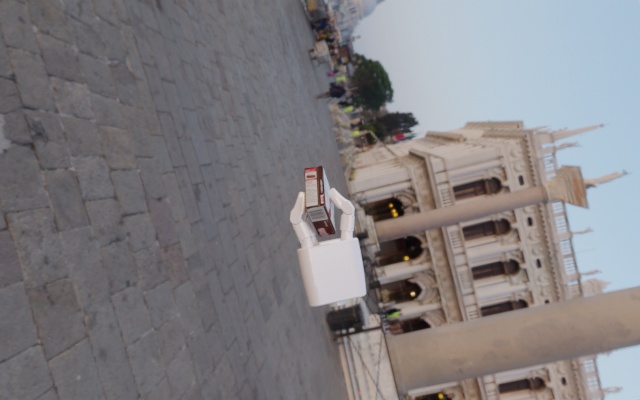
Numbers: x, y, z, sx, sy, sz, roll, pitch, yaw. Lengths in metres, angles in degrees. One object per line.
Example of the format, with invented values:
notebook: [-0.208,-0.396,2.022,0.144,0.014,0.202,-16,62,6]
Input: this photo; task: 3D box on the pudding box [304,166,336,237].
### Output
pudding box: [0.000,0.003,0.892,0.039,0.090,0.114,-8,-32,7]
